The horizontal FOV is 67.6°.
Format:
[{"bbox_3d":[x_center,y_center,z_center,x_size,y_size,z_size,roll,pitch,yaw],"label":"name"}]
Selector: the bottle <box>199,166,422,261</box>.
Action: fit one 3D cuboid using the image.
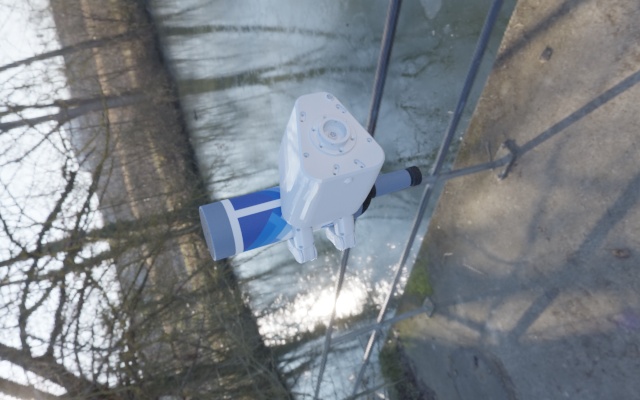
[{"bbox_3d":[0.000,0.002,0.610,0.295,0.069,0.069,-16,5,-20],"label":"bottle"}]
